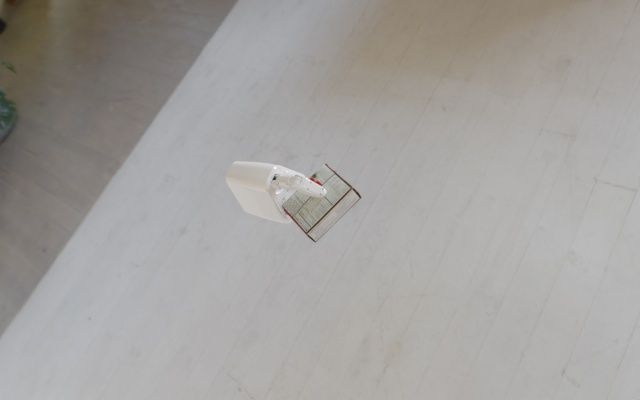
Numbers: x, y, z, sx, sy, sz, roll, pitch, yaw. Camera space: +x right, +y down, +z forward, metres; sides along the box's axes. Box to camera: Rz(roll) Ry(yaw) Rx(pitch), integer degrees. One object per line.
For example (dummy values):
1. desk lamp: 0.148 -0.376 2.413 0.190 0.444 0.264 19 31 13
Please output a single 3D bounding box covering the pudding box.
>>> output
1. pudding box: 0.000 0.003 0.821 0.090 0.113 0.039 45 2 41
